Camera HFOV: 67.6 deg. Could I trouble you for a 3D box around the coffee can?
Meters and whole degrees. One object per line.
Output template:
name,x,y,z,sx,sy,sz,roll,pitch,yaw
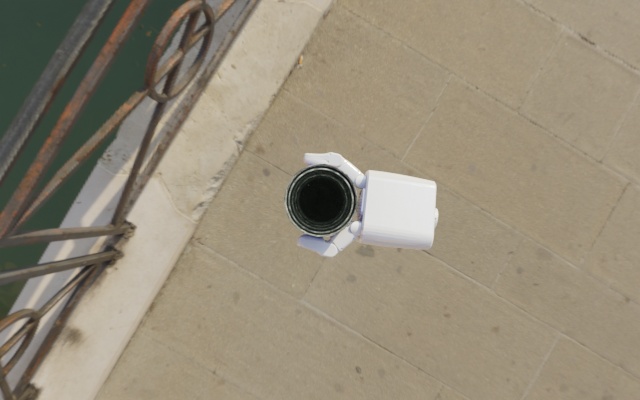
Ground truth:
coffee can,0.000,0.002,0.729,0.103,0.103,0.140,0,-2,0
